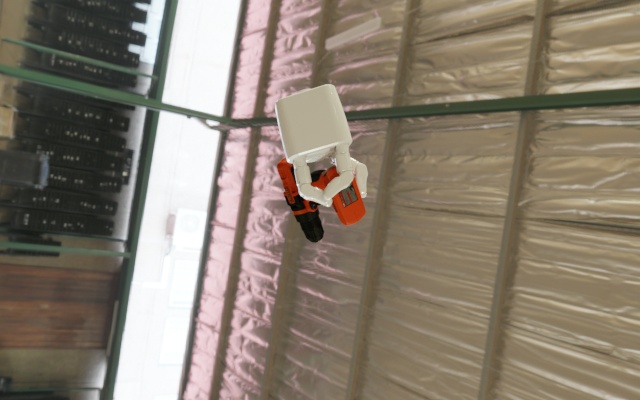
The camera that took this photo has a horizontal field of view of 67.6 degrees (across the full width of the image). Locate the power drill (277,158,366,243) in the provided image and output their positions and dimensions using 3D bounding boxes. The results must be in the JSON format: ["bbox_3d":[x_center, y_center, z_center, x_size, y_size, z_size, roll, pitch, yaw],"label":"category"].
[{"bbox_3d":[0.000,0.003,0.899,0.057,0.184,0.187,-32,19,-31],"label":"power drill"}]
